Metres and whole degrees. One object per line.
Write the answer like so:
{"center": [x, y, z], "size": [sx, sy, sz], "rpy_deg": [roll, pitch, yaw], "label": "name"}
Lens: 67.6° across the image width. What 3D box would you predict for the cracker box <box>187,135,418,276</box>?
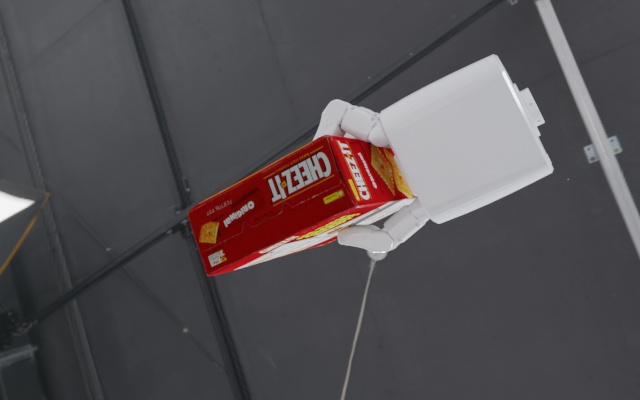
{"center": [0.000, 0.002, 0.488], "size": [0.164, 0.072, 0.213], "rpy_deg": [-27, -10, 26], "label": "cracker box"}
